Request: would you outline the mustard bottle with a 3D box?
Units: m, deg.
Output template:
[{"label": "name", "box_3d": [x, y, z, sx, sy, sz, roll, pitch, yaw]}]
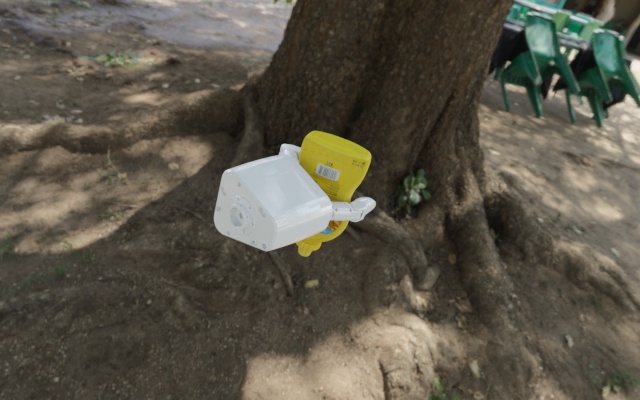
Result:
[{"label": "mustard bottle", "box_3d": [0.000, 0.002, 0.697, 0.096, 0.192, 0.058, 21, 28, 6]}]
